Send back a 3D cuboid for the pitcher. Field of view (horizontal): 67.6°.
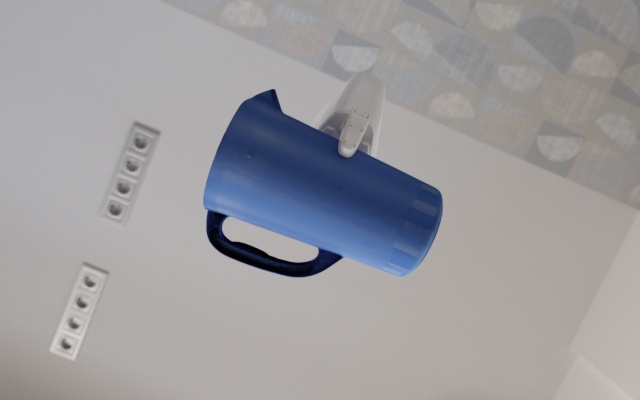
[{"bbox_3d":[0.000,0.002,0.530,0.243,0.145,0.149,23,-46,-2],"label":"pitcher"}]
